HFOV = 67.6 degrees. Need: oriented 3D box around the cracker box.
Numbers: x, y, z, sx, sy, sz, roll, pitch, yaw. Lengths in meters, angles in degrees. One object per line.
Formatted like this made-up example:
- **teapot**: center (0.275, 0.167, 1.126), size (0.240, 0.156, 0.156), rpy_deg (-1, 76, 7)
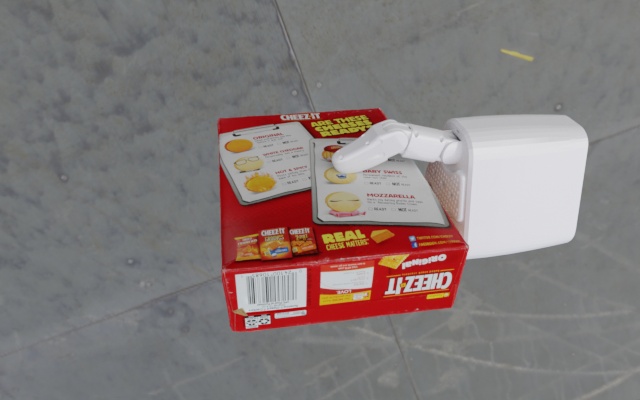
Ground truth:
- **cracker box**: center (0.000, 0.001, 0.402), size (0.164, 0.072, 0.213), rpy_deg (-5, 36, -9)
